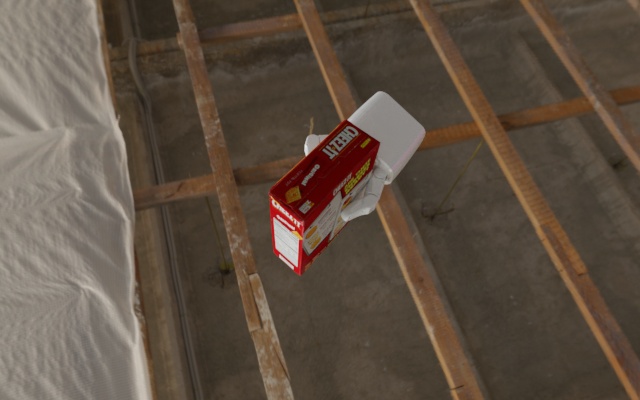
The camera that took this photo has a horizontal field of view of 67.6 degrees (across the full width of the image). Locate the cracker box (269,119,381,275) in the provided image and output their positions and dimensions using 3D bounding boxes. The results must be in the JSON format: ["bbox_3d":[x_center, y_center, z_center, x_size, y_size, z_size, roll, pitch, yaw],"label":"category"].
[{"bbox_3d":[0.000,0.003,0.723,0.072,0.164,0.214,38,-23,15],"label":"cracker box"}]
